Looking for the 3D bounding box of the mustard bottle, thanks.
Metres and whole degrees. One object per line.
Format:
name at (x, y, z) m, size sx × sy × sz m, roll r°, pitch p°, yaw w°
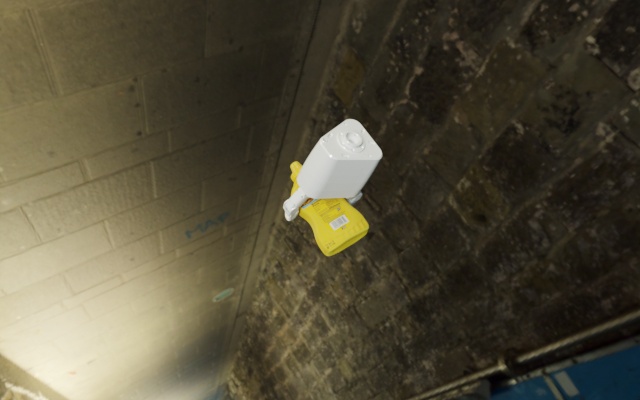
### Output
mustard bottle at (0.000, 0.003, 0.894) m, size 0.096 × 0.191 × 0.058 m, roll -30°, pitch -20°, yaw -14°
